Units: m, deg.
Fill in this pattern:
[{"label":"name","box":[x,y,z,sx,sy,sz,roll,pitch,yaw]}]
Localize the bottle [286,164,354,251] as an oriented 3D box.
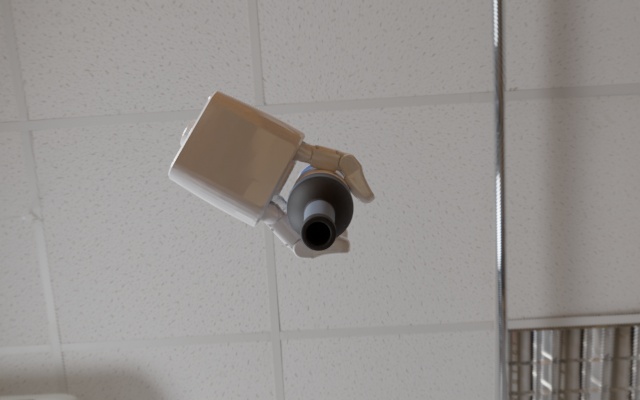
[{"label":"bottle","box":[0.000,0.002,0.506,0.069,0.069,0.295,0,9,1]}]
